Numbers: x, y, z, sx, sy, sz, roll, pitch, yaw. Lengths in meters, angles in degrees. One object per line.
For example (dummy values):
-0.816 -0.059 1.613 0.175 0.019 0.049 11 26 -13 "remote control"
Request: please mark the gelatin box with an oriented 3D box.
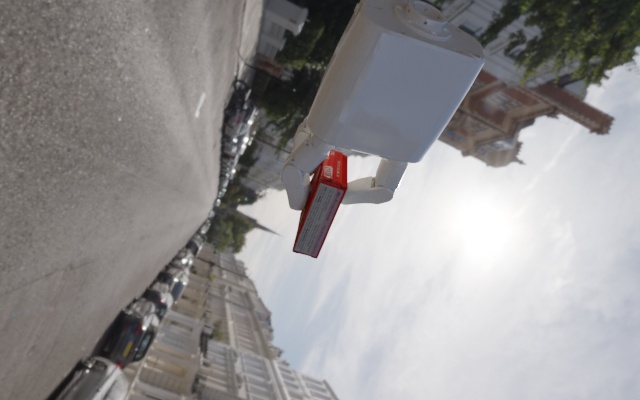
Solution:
0.000 0.002 0.483 0.030 0.089 0.073 18 29 -5 "gelatin box"
